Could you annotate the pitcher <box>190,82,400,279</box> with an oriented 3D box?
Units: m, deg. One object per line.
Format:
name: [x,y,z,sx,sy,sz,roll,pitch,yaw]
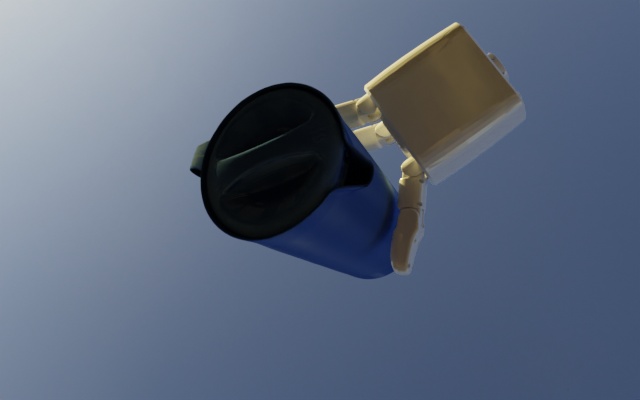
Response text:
pitcher: [0.000,0.001,0.472,0.145,0.149,0.243,-38,-32,10]
